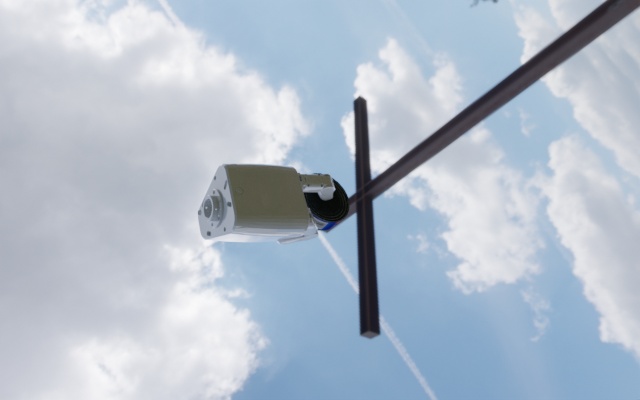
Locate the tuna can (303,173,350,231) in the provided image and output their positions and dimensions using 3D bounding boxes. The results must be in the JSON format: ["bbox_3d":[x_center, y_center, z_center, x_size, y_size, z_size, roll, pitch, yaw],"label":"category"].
[{"bbox_3d":[0.000,0.003,0.736,0.086,0.086,0.034,0,-29,-35],"label":"tuna can"}]
